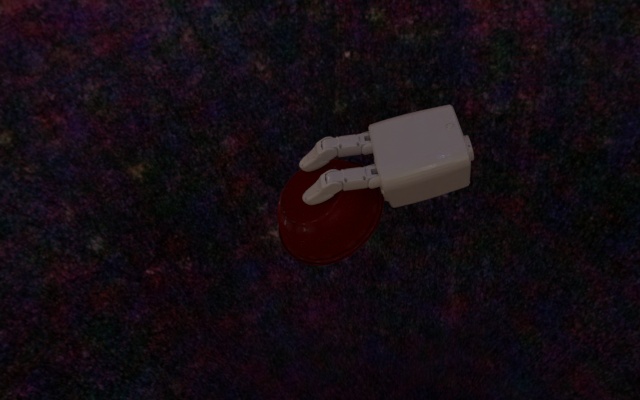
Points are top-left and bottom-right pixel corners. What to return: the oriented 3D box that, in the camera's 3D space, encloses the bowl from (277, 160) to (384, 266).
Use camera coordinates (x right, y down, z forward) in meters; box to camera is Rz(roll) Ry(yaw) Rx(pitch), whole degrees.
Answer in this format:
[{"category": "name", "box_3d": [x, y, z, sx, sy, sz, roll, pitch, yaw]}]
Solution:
[{"category": "bowl", "box_3d": [-0.001, 0.003, 0.634, 0.162, 0.162, 0.055, 0, -29, 32]}]
